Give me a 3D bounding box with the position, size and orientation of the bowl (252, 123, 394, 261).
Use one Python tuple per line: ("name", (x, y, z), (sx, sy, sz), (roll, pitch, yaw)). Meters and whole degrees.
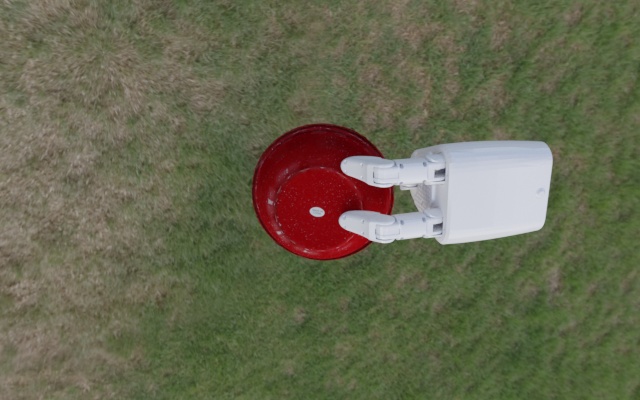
("bowl", (-0.001, 0.002, 0.513), (0.162, 0.162, 0.055), (0, 18, 5))
